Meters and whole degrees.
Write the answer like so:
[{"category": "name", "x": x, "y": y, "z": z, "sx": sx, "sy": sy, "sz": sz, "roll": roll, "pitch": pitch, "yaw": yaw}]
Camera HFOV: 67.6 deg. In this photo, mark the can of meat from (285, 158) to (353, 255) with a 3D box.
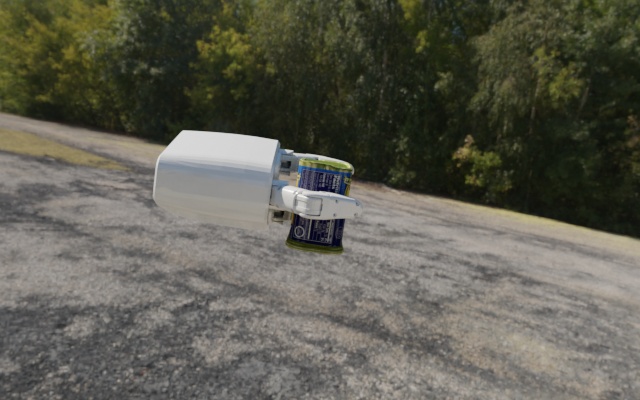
[{"category": "can of meat", "x": 0.000, "y": 0.001, "z": 0.487, "sx": 0.057, "sy": 0.084, "sz": 0.102, "roll": 8, "pitch": 7, "yaw": -1}]
